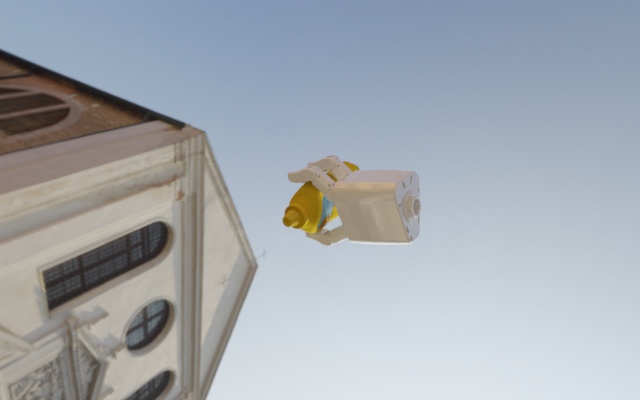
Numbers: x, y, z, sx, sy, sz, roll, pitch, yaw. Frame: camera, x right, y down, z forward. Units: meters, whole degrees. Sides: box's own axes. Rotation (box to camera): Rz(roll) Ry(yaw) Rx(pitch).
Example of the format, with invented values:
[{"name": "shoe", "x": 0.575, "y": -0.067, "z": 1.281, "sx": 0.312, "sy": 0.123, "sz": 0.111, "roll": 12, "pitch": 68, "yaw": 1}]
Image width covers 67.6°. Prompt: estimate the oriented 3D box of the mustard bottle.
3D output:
[{"name": "mustard bottle", "x": 0.000, "y": 0.002, "z": 0.809, "sx": 0.058, "sy": 0.096, "sz": 0.191, "roll": 26, "pitch": 32, "yaw": 24}]
